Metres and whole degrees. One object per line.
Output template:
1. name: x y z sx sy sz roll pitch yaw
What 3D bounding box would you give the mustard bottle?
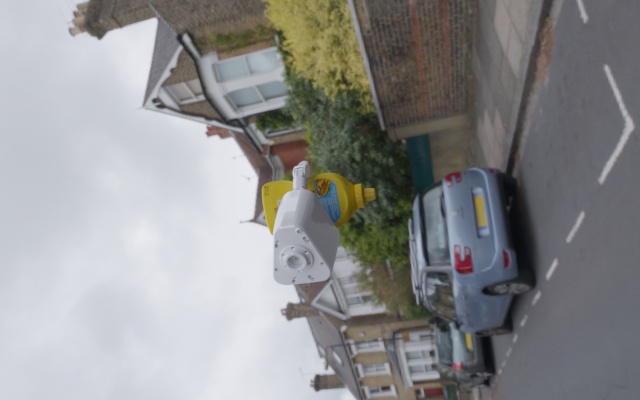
1. mustard bottle: 0.000 0.003 0.824 0.191 0.096 0.058 -9 3 11
